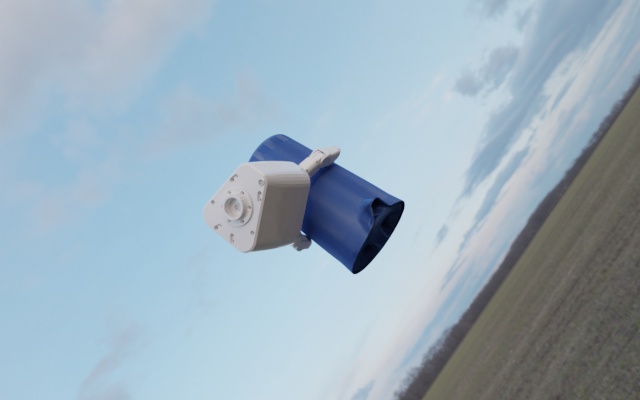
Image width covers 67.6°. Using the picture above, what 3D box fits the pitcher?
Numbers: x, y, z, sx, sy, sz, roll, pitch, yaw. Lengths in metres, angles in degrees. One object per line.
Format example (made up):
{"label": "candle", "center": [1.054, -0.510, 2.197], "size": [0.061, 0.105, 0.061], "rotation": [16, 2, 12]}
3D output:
{"label": "pitcher", "center": [0.000, 0.002, 0.764], "size": [0.242, 0.149, 0.145], "rotation": [35, 20, 21]}
